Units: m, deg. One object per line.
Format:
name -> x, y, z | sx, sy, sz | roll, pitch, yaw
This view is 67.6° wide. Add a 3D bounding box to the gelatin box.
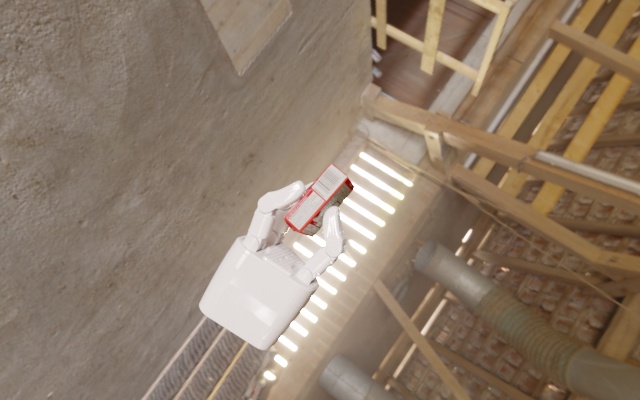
gelatin box -> 0.001, 0.002, 0.582 | 0.030, 0.089, 0.073 | 42, 2, 14
